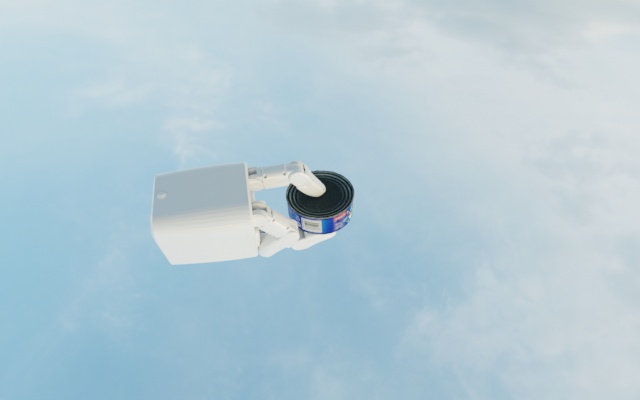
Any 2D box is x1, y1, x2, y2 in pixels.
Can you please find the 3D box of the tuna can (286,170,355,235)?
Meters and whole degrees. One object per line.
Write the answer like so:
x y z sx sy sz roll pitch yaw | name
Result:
0.000 0.002 0.606 0.086 0.086 0.034 -2 -45 2 | tuna can
